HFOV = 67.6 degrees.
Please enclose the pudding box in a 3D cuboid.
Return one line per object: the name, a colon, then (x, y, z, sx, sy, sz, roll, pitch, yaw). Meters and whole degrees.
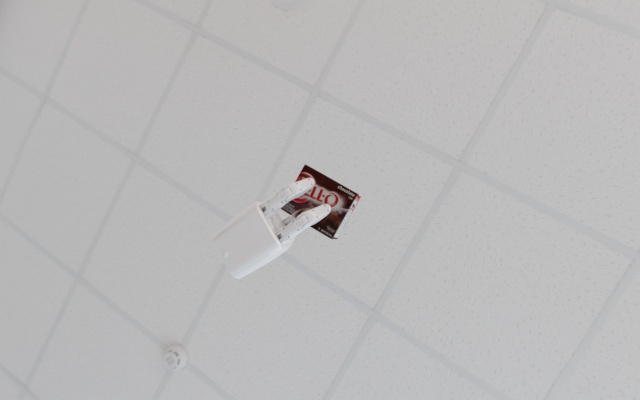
pudding box: (0.000, 0.003, 0.828, 0.113, 0.090, 0.039, 30, 3, 15)
